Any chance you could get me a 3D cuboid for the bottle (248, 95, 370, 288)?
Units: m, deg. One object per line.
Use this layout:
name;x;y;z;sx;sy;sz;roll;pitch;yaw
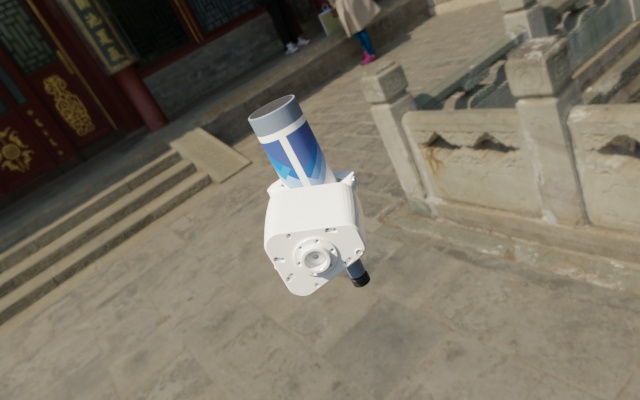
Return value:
bottle;0.000;0.002;0.661;0.069;0.296;0.069;-23;23;11
